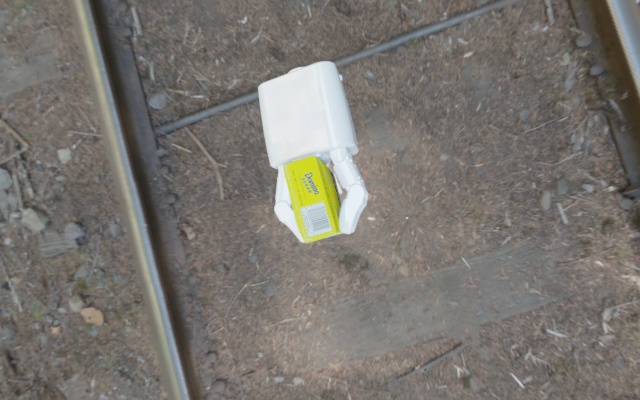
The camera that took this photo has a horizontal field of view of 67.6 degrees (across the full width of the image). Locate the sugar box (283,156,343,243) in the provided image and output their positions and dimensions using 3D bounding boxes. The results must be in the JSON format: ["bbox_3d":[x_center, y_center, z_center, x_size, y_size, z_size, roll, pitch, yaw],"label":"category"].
[{"bbox_3d":[0.001,0.002,0.611,0.048,0.093,0.176,-15,-4,9],"label":"sugar box"}]
